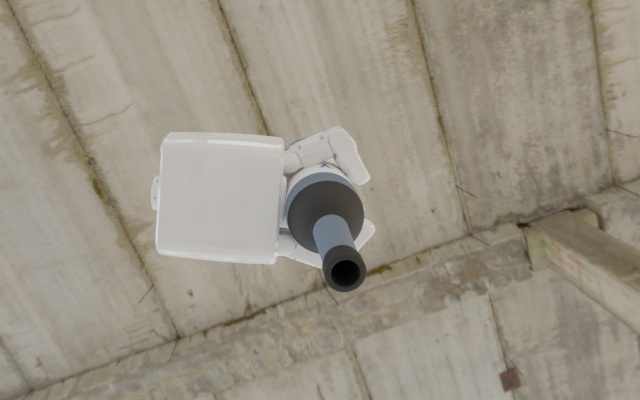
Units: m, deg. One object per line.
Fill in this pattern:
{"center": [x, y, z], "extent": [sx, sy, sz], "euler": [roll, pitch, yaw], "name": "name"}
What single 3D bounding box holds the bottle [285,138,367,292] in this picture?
{"center": [0.000, 0.001, 0.440], "extent": [0.069, 0.069, 0.295], "euler": [0, 18, -6], "name": "bottle"}
